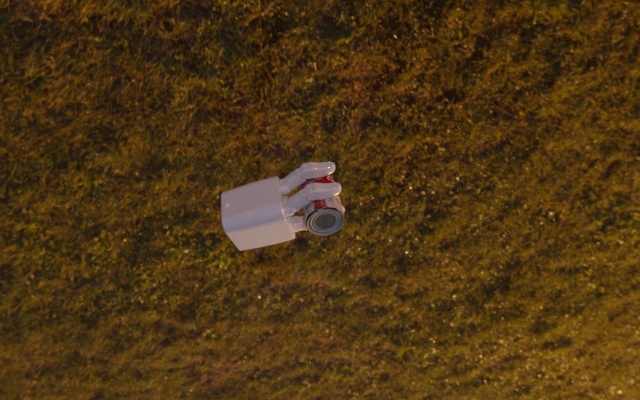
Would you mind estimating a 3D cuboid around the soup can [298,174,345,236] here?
[{"bbox_3d":[0.001,0.003,0.829,0.068,0.069,0.102,0,43,-12],"label":"soup can"}]
